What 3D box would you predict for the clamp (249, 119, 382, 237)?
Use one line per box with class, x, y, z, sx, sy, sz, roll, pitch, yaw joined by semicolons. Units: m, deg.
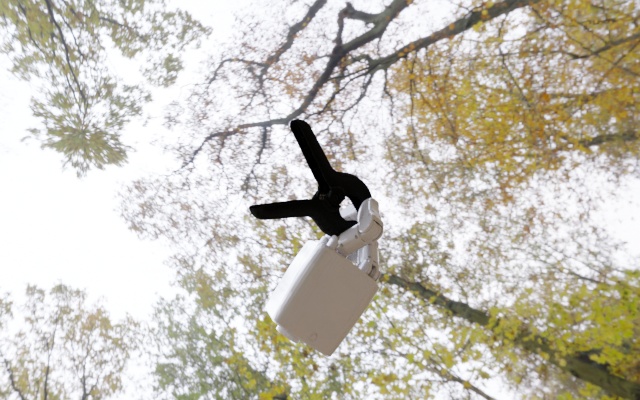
clamp;0.000;0.002;0.557;0.171;0.120;0.039;40;-10;-25
